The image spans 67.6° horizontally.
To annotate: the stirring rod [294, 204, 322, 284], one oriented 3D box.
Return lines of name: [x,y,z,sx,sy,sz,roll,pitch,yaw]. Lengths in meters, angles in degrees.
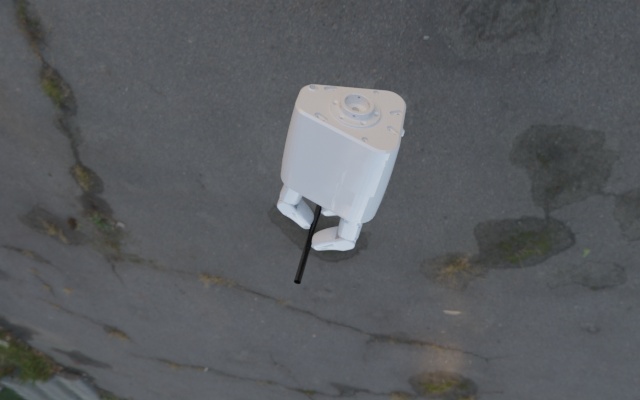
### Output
stirring rod: [0.000,0.002,0.608,0.011,0.239,0.011,10,-40,8]
